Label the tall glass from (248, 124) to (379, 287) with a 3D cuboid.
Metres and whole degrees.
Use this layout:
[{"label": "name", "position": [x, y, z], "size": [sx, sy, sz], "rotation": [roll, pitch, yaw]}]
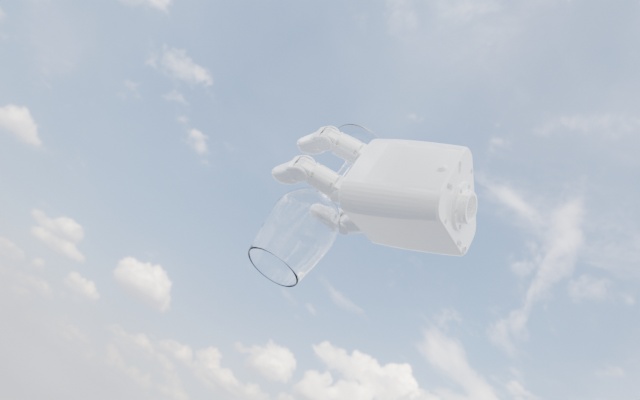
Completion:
[{"label": "tall glass", "position": [0.000, 0.001, 0.544], "size": [0.079, 0.079, 0.201], "rotation": [0, 43, 43]}]
